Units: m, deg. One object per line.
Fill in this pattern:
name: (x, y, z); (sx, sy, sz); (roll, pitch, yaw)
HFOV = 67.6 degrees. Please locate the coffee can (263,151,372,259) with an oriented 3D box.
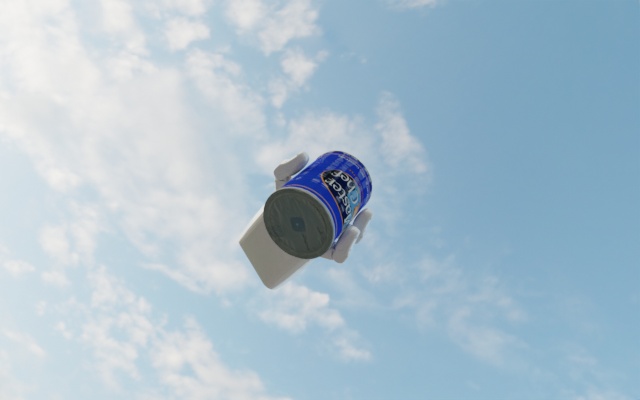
coffee can: (0.000, 0.002, 0.665); (0.103, 0.103, 0.140); (0, 25, 29)
